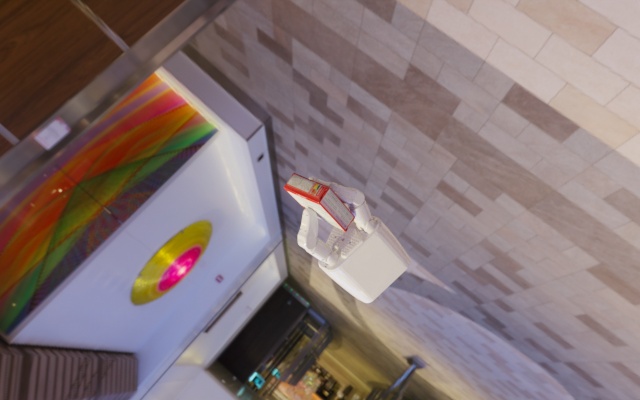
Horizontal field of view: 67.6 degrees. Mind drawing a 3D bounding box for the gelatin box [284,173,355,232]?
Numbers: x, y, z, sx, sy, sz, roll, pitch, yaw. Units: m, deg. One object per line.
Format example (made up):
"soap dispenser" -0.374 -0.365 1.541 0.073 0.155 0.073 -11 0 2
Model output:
"gelatin box" 0.000 0.002 0.687 0.073 0.030 0.089 24 -15 41
